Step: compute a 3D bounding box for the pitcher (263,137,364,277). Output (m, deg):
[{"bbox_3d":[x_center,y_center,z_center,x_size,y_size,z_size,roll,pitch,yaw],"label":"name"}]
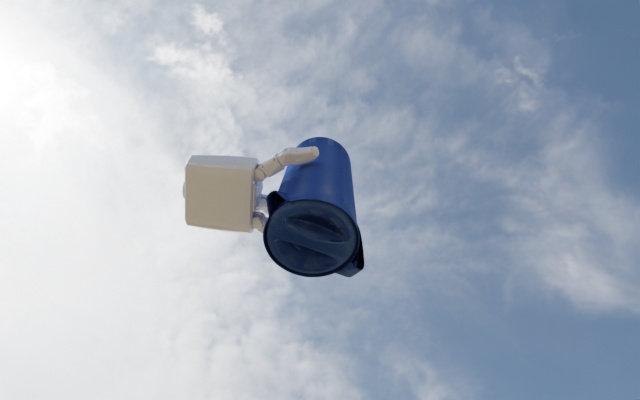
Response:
[{"bbox_3d":[0.000,0.002,0.753,0.145,0.149,0.242,3,32,2],"label":"pitcher"}]
